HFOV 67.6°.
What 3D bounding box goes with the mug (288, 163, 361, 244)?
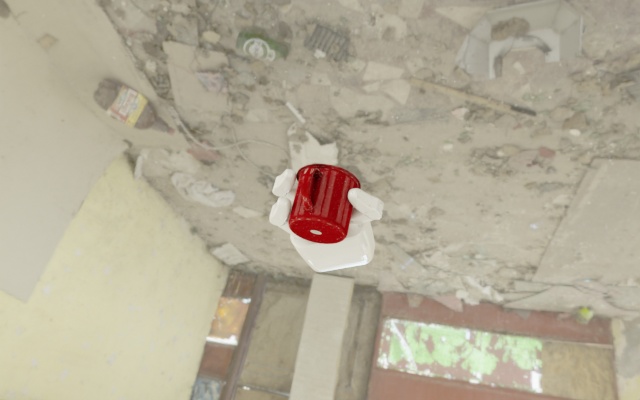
[{"bbox_3d":[0.000,0.002,0.645,0.093,0.081,0.117,3,-29,19],"label":"mug"}]
